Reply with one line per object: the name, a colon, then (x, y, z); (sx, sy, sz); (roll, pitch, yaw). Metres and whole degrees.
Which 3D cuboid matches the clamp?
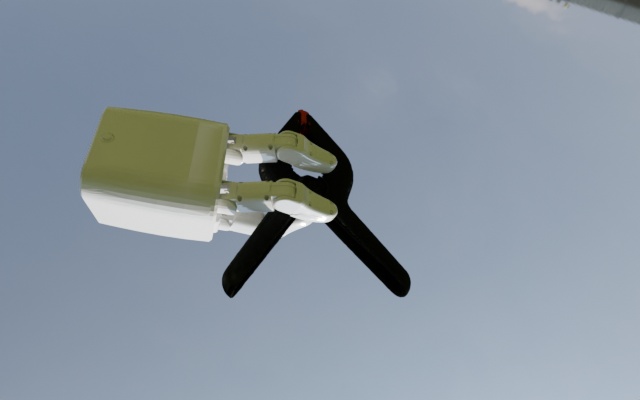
clamp: (0.000, 0.001, 0.454); (0.164, 0.209, 0.036); (10, -37, -14)
